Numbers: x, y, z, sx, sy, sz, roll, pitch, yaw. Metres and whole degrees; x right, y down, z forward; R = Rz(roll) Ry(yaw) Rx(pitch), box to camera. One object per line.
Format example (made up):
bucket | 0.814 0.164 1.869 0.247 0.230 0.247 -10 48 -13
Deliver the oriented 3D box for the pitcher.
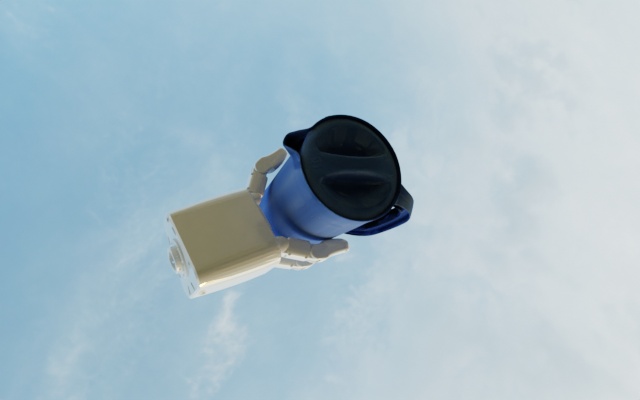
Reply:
pitcher | 0.000 0.002 0.649 0.145 0.149 0.243 -21 -9 -30
